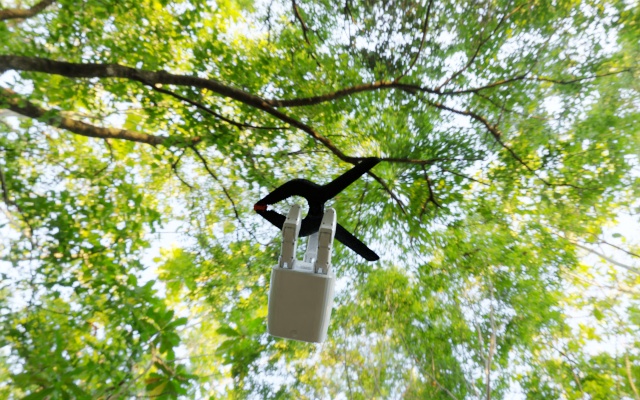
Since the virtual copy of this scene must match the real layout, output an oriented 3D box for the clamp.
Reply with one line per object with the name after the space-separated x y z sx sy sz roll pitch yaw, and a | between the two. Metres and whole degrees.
0.000 0.003 0.760 0.210 0.164 0.036 8 0 8 | clamp
